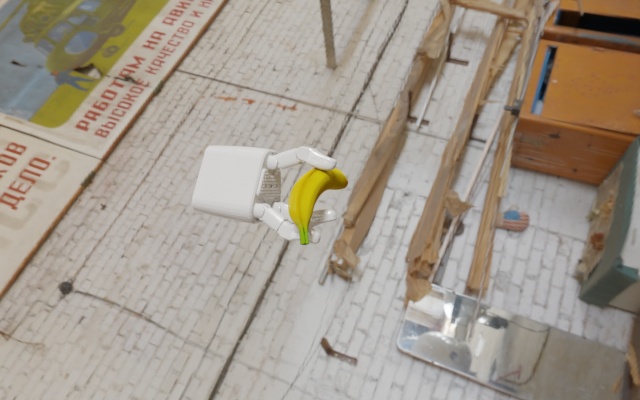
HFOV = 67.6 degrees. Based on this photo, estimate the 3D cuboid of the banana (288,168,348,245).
[{"bbox_3d":[-0.005,-0.013,0.692,0.037,0.070,0.197,-1,26,23],"label":"banana"}]
